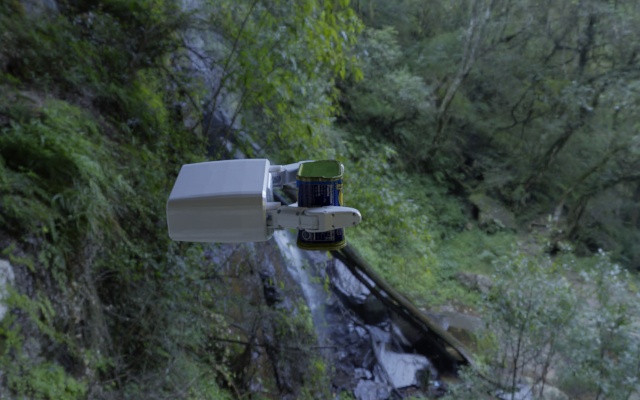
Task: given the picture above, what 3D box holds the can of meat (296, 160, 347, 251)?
[{"bbox_3d":[0.000,0.002,0.563,0.057,0.084,0.102,-1,16,1],"label":"can of meat"}]
